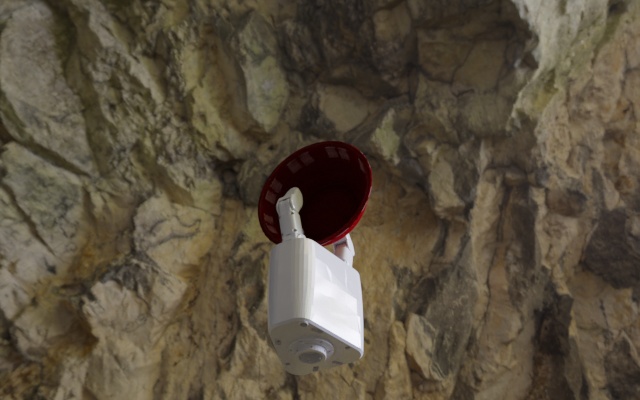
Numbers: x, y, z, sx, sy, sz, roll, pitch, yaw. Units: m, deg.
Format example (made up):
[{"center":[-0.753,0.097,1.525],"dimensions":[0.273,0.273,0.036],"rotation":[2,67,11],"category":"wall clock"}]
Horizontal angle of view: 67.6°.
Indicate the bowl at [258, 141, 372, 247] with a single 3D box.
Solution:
[{"center":[0.000,0.001,0.627],"dimensions":[0.162,0.162,0.055],"rotation":[0,-30,30],"category":"bowl"}]
